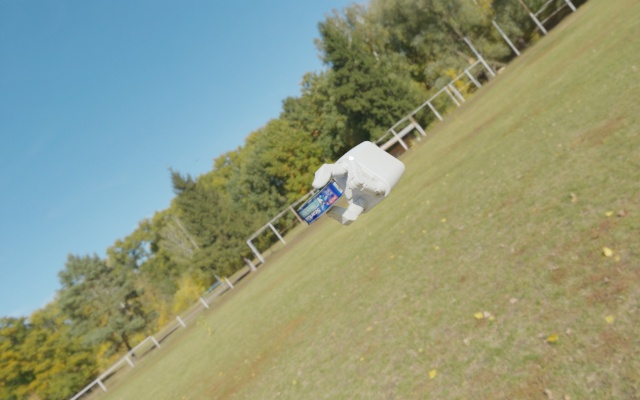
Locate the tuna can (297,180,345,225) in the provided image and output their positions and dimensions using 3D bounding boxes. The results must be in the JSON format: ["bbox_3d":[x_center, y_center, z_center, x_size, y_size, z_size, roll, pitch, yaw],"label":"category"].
[{"bbox_3d":[0.000,0.002,0.839,0.086,0.034,0.086,-41,4,3],"label":"tuna can"}]
